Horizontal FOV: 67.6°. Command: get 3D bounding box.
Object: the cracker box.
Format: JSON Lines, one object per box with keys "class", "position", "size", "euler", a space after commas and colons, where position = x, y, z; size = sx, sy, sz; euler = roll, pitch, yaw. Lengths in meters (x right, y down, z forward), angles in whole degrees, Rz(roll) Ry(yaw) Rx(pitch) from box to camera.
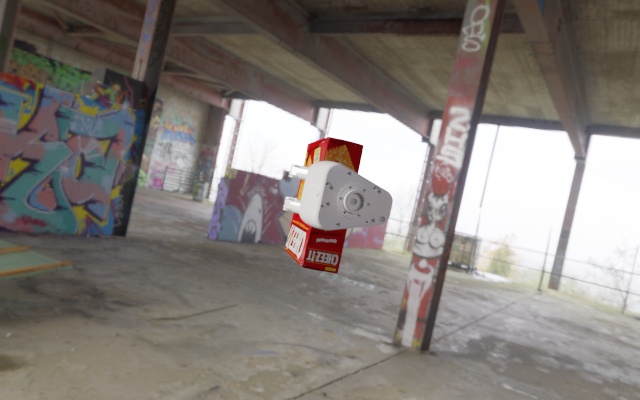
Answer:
{"class": "cracker box", "position": [0.000, 0.003, 0.835], "size": [0.072, 0.213, 0.164], "euler": [12, 1, -14]}
